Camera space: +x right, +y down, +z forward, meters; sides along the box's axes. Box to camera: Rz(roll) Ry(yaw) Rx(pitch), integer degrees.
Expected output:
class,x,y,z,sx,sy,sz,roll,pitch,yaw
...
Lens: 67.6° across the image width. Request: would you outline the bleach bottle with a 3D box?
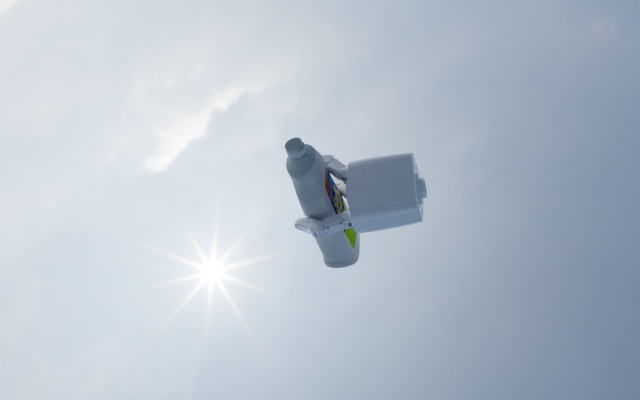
class,x,y,z,sx,sy,sz,roll,pitch,yaw
bleach bottle,0.000,0.003,0.795,0.068,0.102,0.251,-10,-44,18
